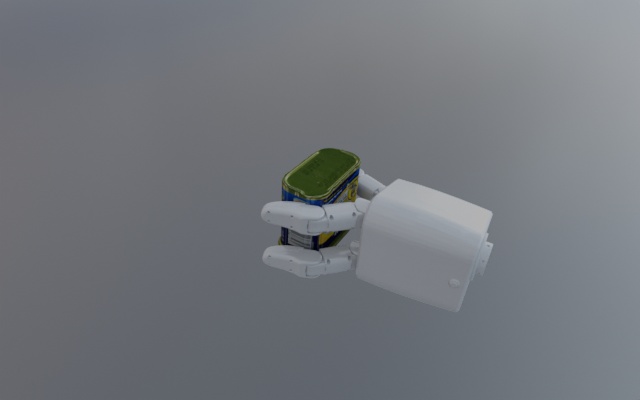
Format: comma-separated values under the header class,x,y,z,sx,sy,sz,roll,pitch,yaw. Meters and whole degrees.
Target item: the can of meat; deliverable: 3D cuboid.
class,x,y,z,sx,sy,sz,roll,pitch,yaw
can of meat,0.000,0.001,0.507,0.057,0.084,0.102,22,40,22
